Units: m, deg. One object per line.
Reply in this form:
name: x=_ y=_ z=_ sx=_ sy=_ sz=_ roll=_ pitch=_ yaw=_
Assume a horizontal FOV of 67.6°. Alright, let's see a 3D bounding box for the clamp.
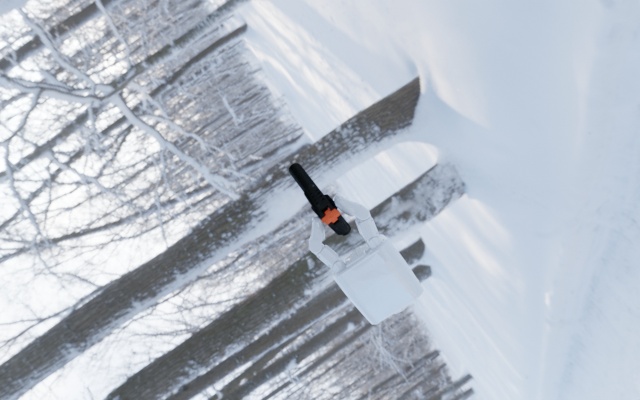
clamp: x=0.000 y=0.003 z=0.792 sx=0.036 sy=0.164 sz=0.210 roll=-40 pitch=2 yaw=1
